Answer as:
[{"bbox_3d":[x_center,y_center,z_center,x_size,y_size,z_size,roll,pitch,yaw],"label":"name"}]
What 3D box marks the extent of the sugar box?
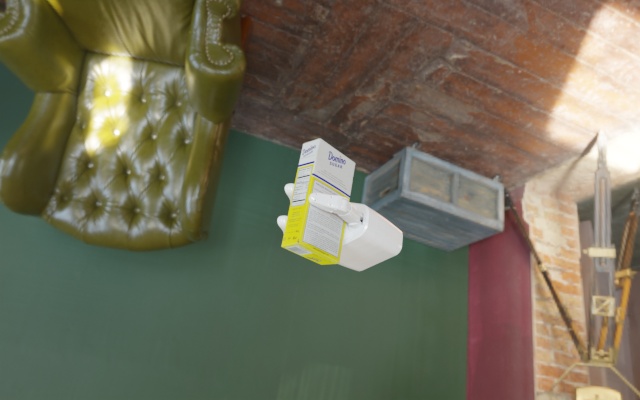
[{"bbox_3d":[0.000,0.003,0.748,0.048,0.176,0.093,-13,-33,41],"label":"sugar box"}]
